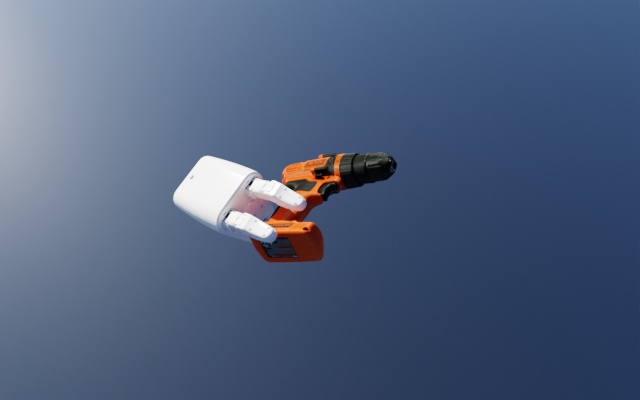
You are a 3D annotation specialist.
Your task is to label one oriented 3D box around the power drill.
[{"bbox_3d":[0.000,0.002,0.657,0.184,0.057,0.187,-8,33,33],"label":"power drill"}]
